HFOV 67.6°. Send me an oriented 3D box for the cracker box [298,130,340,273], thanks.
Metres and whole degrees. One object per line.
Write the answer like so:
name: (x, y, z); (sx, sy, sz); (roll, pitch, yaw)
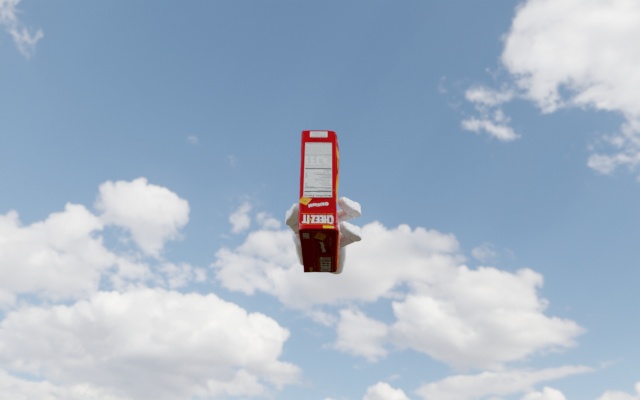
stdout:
cracker box: (0.000, 0.003, 0.881); (0.072, 0.213, 0.164); (-1, -33, 1)
